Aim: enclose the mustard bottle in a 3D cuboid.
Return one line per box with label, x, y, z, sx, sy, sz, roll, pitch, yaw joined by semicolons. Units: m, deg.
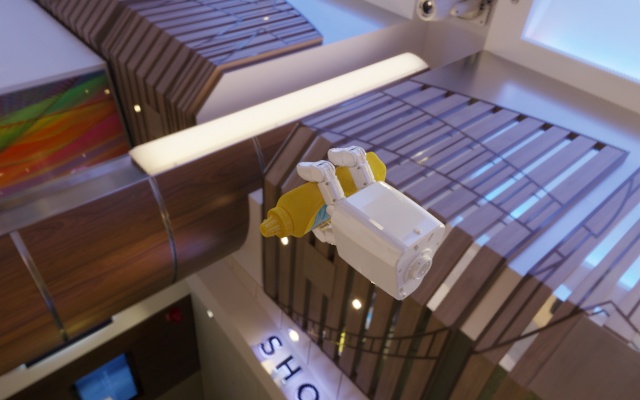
mustard bottle;0.000;0.002;0.652;0.191;0.058;0.096;-28;-17;-33
